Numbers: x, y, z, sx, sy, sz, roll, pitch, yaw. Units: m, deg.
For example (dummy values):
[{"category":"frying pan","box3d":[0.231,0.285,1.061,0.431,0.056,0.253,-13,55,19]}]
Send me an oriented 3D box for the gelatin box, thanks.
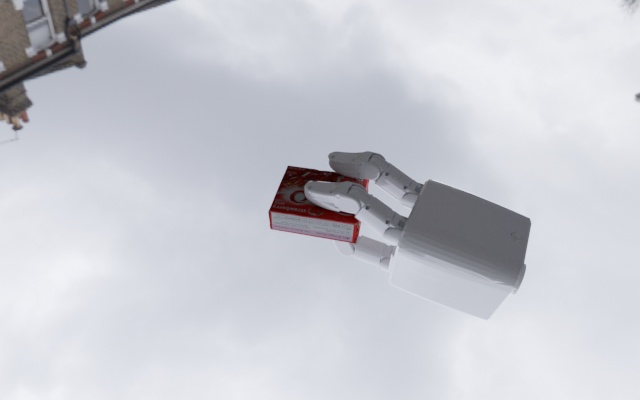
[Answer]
[{"category":"gelatin box","box3d":[0.000,0.002,0.482,0.089,0.030,0.073,8,43,8]}]
